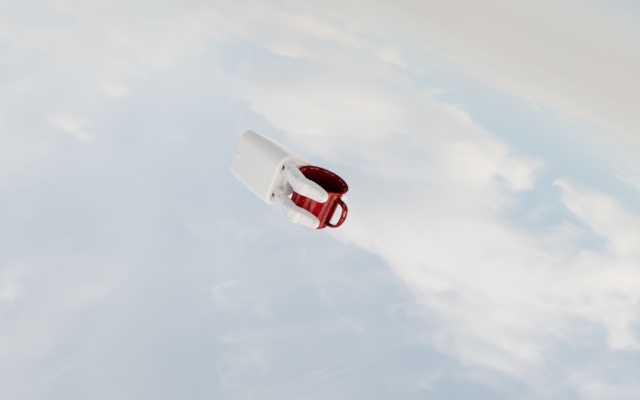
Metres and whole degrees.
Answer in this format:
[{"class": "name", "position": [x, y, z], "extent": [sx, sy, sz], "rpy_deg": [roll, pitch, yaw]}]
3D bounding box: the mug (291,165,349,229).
[{"class": "mug", "position": [0.001, 0.004, 0.832], "extent": [0.117, 0.081, 0.093], "rpy_deg": [38, 29, 27]}]
